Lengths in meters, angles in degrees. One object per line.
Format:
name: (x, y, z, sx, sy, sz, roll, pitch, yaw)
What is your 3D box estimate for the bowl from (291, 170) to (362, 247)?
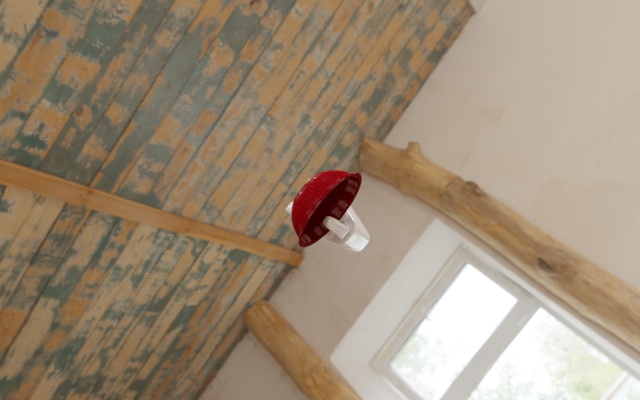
bowl: (0.000, 0.002, 0.831, 0.055, 0.162, 0.162, 39, 14, 17)
